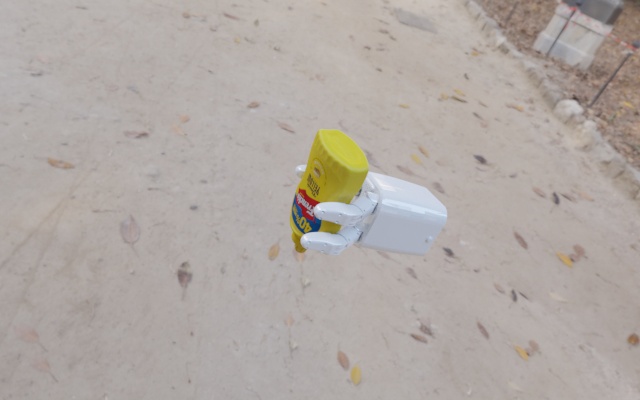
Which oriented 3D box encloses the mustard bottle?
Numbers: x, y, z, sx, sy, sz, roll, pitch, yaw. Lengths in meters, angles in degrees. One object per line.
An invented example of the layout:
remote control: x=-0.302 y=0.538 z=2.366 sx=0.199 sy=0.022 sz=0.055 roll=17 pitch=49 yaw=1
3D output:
mustard bottle: x=0.000 y=0.002 z=0.671 sx=0.058 sy=0.192 sz=0.096 roll=-5 pitch=44 yaw=-33
